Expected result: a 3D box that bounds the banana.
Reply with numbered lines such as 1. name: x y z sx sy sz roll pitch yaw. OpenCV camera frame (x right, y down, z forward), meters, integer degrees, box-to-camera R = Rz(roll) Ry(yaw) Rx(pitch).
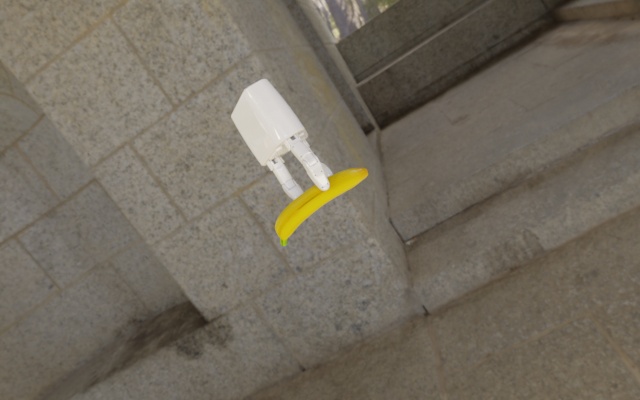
1. banana: -0.008 0.002 0.797 0.198 0.037 0.069 -39 -19 9
